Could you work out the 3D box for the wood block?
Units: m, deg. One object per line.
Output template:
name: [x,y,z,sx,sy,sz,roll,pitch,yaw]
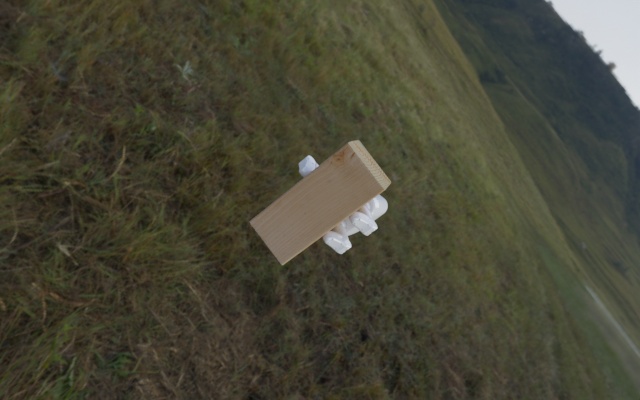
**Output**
wood block: [0.000,0.002,0.770,0.206,0.091,0.090,-38,-1,18]
